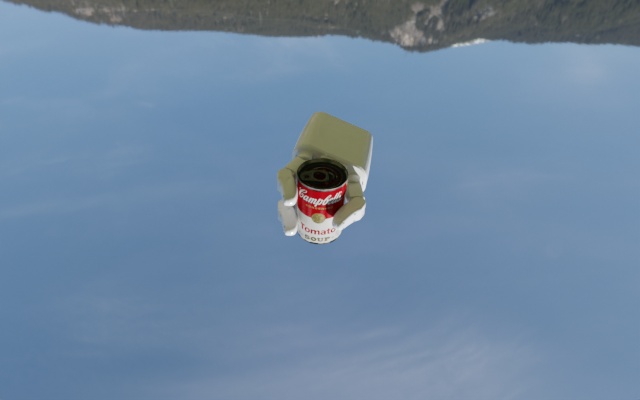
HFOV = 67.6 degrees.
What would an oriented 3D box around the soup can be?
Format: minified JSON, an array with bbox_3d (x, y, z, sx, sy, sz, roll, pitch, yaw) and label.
[{"bbox_3d":[0.000,0.003,0.655,0.068,0.102,0.068,2,41,-2],"label":"soup can"}]
